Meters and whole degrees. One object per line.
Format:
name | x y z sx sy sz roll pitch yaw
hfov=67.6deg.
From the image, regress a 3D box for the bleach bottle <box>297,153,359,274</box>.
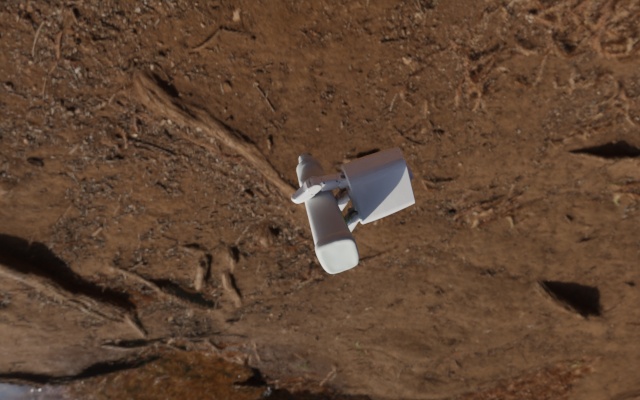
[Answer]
bleach bottle | 0.000 0.003 0.865 0.068 0.250 0.103 -20 -38 1
